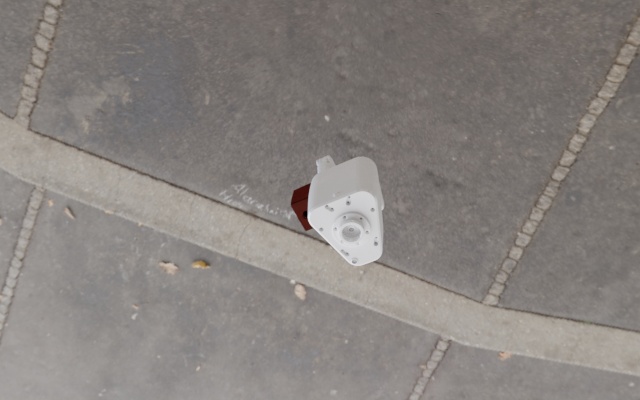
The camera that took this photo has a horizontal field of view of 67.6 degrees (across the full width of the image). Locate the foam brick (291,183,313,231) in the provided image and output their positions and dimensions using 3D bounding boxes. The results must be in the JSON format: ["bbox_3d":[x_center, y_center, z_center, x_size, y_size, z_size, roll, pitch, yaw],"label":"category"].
[{"bbox_3d":[0.000,0.003,0.738,0.078,0.053,0.051,-22,25,14],"label":"foam brick"}]
